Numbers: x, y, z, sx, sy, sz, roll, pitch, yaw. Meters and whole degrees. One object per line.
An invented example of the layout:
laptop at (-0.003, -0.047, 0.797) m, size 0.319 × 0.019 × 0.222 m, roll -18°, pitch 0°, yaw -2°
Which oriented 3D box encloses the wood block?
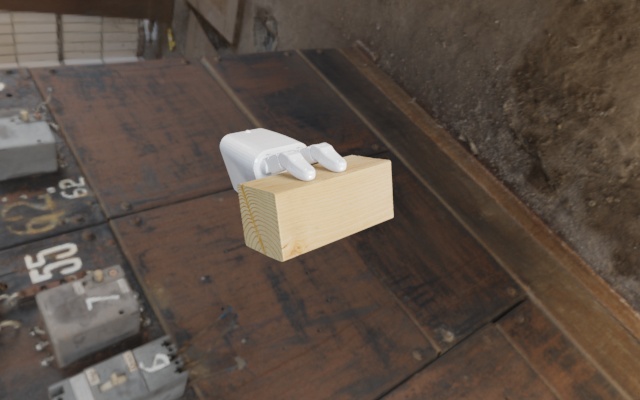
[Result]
wood block at (0.000, 0.002, 0.669) m, size 0.206 × 0.091 × 0.090 m, roll -18°, pitch 21°, yaw -37°
